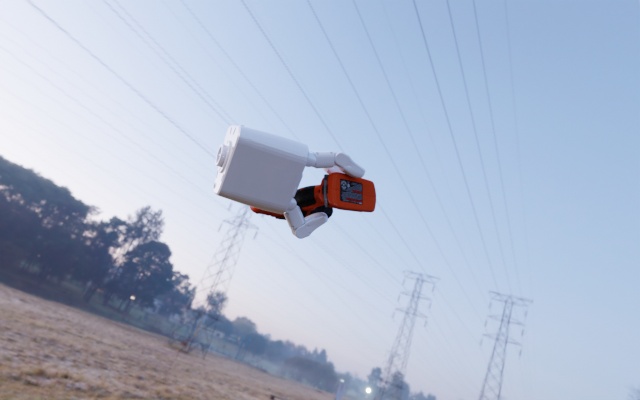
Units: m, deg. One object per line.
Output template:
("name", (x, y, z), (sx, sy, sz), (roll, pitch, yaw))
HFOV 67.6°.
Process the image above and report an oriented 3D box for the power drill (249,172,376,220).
("power drill", (0.000, 0.003, 0.810), (0.184, 0.057, 0.187), (7, -14, -44))
